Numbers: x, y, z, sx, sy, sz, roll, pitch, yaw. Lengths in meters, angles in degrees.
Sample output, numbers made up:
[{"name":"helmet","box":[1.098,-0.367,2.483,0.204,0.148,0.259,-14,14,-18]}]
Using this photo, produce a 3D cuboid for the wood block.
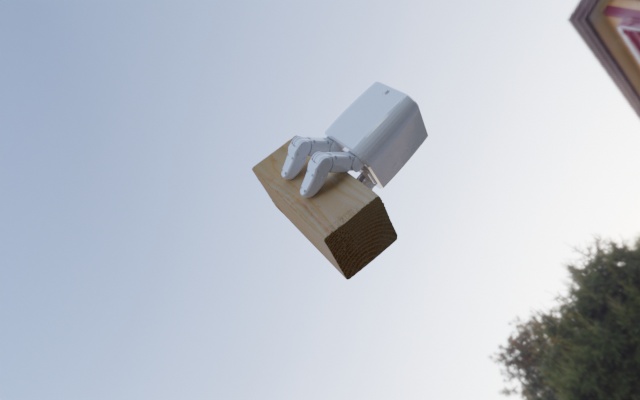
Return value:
[{"name":"wood block","box":[0.000,0.002,0.665,0.090,0.091,0.206,-38,42,-9]}]
